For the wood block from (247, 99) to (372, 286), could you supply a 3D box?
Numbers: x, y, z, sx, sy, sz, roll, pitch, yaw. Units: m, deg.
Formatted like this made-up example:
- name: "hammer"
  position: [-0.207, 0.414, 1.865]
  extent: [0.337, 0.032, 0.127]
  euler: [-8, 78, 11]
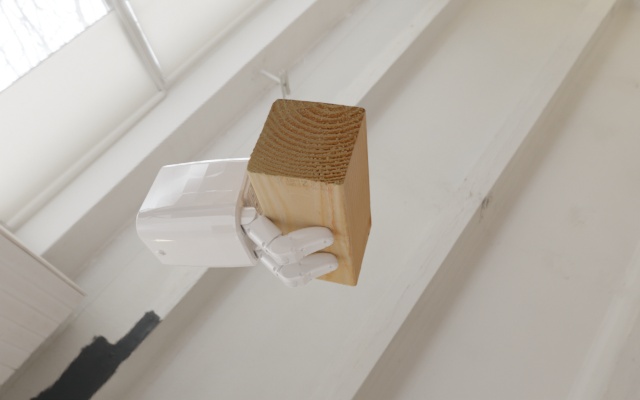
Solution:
- name: "wood block"
  position: [0.000, 0.001, 0.504]
  extent: [0.090, 0.090, 0.206]
  euler: [9, -31, 13]
